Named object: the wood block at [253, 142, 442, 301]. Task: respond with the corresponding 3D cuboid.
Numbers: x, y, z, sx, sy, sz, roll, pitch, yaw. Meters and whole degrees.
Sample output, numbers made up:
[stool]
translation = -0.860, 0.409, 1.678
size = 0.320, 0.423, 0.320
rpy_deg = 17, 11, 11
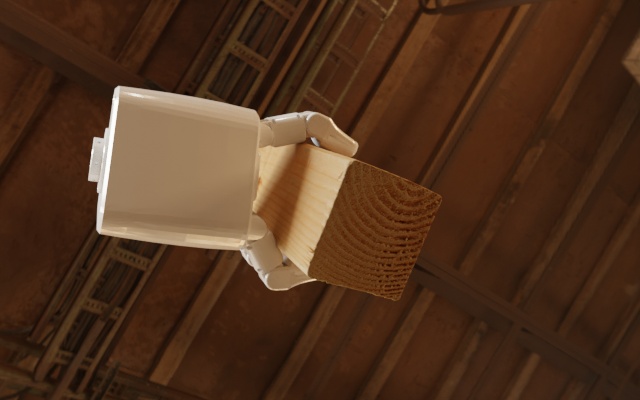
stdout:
[wood block]
translation = 0.000, 0.001, 0.438
size = 0.090, 0.091, 0.206
rpy_deg = 19, 5, -28
